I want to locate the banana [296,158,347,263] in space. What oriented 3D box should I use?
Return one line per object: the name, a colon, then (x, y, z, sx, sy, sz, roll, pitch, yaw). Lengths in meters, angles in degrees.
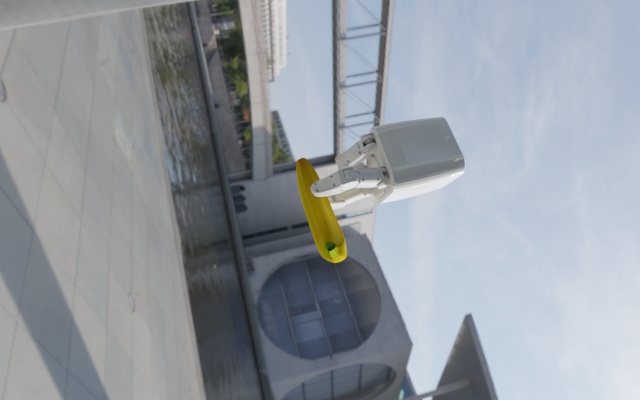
banana: (0.002, 0.019, 0.629, 0.037, 0.070, 0.197, -12, 38, -9)
